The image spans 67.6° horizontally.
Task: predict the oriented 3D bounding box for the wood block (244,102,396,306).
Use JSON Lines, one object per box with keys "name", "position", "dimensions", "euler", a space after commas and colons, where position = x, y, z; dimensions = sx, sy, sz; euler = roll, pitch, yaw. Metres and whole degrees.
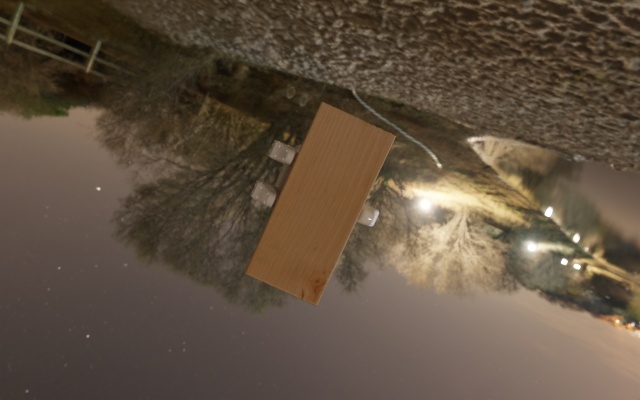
{"name": "wood block", "position": [0.000, 0.002, 0.559], "dimensions": [0.091, 0.206, 0.090], "euler": [24, 5, 0]}
